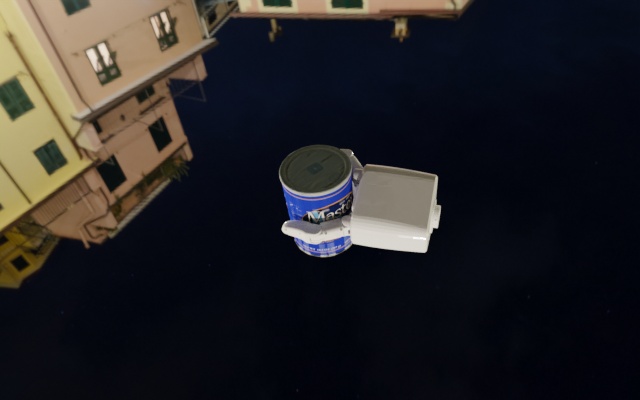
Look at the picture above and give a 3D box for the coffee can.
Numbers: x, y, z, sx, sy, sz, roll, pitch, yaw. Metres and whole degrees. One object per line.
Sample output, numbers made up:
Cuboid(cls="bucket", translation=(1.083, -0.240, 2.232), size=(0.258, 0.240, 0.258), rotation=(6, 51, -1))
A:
Cuboid(cls="coffee can", translation=(0.000, 0.002, 0.719), size=(0.103, 0.102, 0.140), rotation=(0, -44, 9))
